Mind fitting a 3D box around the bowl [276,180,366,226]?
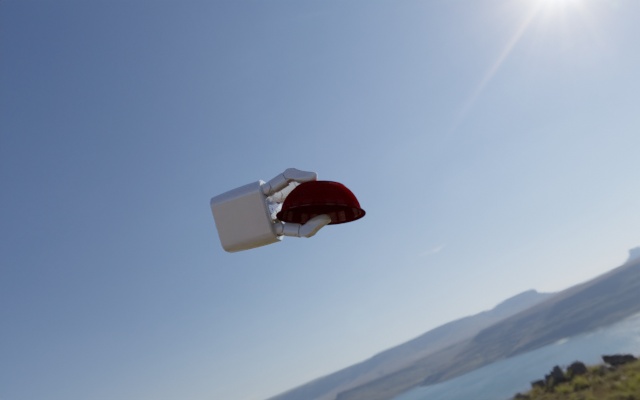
[{"bbox_3d":[0.001,0.002,0.862,0.162,0.055,0.162,-1,-15,0],"label":"bowl"}]
